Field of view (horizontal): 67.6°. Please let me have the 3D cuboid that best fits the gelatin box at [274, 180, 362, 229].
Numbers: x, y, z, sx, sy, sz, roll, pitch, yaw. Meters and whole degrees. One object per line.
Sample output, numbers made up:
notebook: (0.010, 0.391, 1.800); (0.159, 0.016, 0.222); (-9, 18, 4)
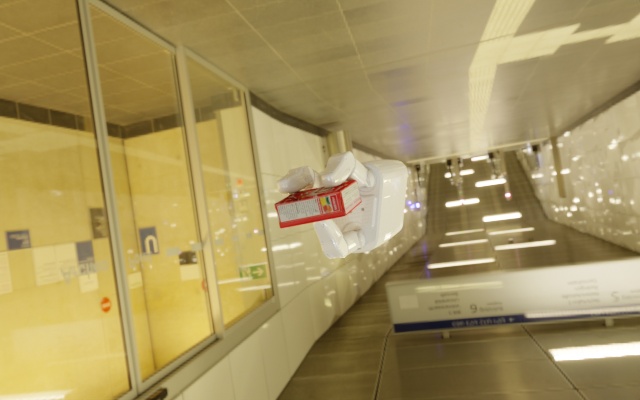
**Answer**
gelatin box: (0.000, 0.002, 0.522); (0.073, 0.030, 0.089); (-11, 7, 18)
